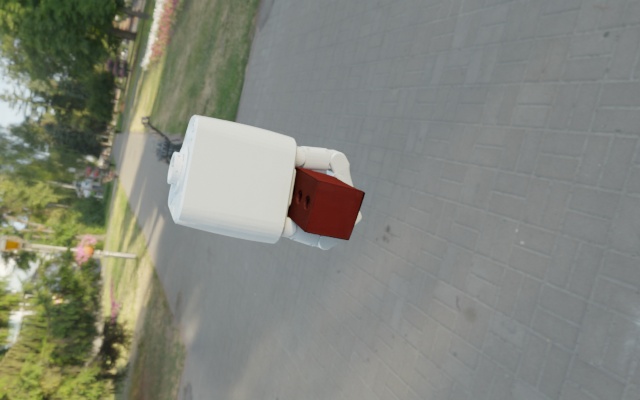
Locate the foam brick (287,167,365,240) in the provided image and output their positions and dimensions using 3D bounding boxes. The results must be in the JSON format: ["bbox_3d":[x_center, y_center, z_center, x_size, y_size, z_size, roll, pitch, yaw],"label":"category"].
[{"bbox_3d":[0.000,0.002,0.490,0.051,0.053,0.078,13,9,-25],"label":"foam brick"}]
